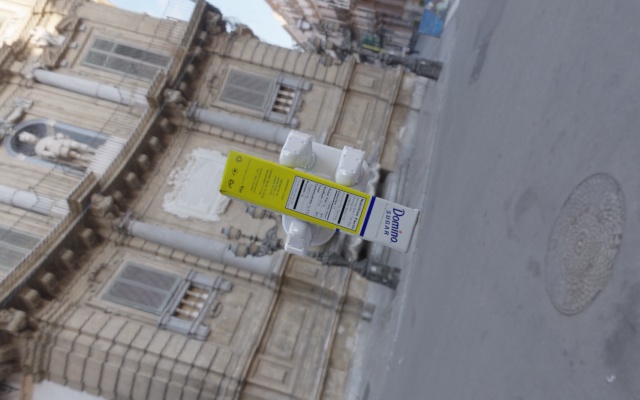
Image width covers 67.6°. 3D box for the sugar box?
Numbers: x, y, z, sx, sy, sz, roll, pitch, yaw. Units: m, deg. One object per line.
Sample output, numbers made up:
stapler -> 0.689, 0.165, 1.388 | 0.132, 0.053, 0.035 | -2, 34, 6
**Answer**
sugar box -> 0.000, 0.001, 0.457 | 0.176, 0.048, 0.093 | 15, 0, 3
